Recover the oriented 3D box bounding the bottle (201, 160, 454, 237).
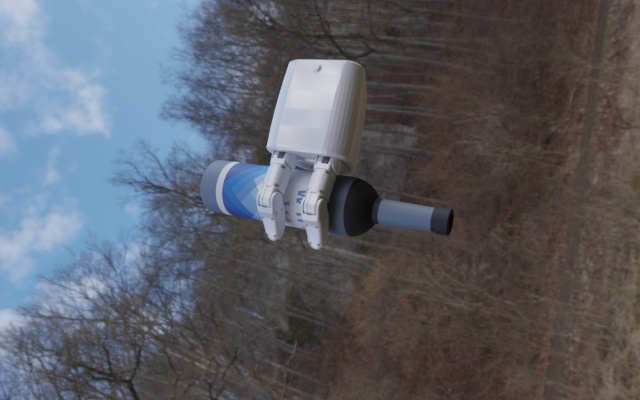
[{"bbox_3d":[0.000,0.002,0.543,0.295,0.069,0.069,9,4,26],"label":"bottle"}]
